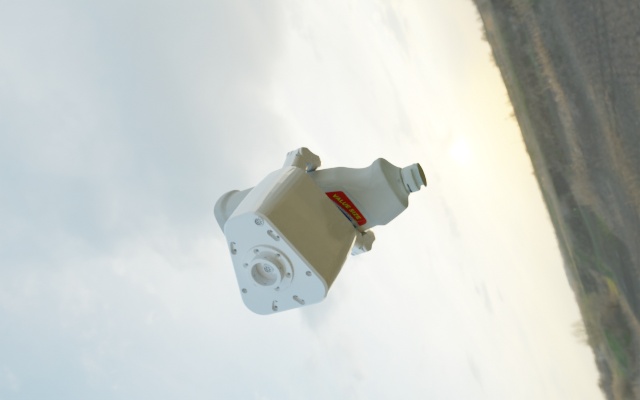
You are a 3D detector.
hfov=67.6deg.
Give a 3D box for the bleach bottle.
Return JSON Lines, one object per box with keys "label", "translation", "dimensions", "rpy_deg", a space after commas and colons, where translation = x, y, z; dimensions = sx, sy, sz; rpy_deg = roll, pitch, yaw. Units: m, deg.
{"label": "bleach bottle", "translation": [0.000, 0.002, 0.571], "dimensions": [0.251, 0.102, 0.068], "rpy_deg": [-19, 19, 24]}
